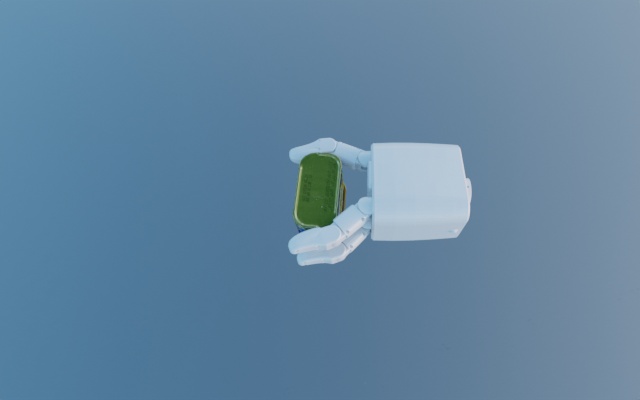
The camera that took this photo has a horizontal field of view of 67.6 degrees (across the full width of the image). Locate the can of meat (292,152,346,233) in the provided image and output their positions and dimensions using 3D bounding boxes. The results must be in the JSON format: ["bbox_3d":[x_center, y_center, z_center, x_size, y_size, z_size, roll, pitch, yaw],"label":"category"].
[{"bbox_3d":[0.000,0.002,0.586,0.057,0.102,0.084,3,-20,6],"label":"can of meat"}]
